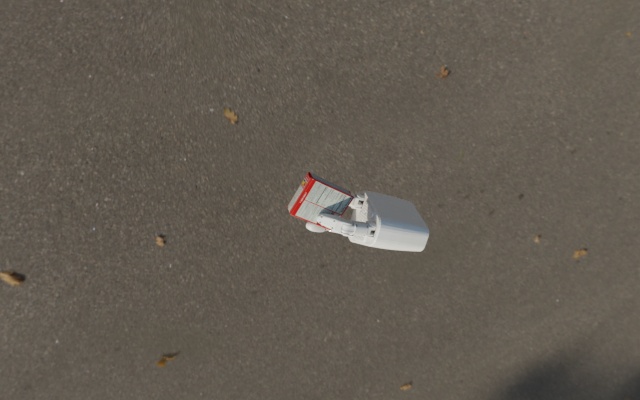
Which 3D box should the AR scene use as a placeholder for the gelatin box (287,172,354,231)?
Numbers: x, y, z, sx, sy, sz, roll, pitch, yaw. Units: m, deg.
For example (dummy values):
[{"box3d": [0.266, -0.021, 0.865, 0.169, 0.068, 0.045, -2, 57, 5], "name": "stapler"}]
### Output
[{"box3d": [0.000, 0.003, 0.801, 0.089, 0.073, 0.030, 23, 19, -29], "name": "gelatin box"}]
